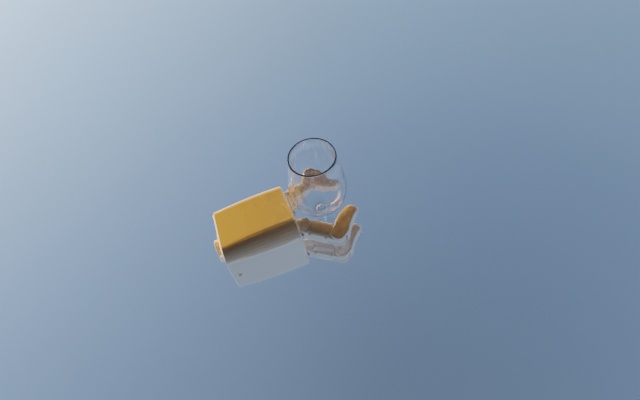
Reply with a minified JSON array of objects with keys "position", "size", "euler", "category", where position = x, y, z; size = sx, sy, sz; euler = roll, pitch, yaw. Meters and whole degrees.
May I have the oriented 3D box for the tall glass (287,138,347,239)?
[{"position":[0.000,0.002,0.665],"size":[0.079,0.079,0.201],"euler":[0,-34,7],"category":"tall glass"}]
